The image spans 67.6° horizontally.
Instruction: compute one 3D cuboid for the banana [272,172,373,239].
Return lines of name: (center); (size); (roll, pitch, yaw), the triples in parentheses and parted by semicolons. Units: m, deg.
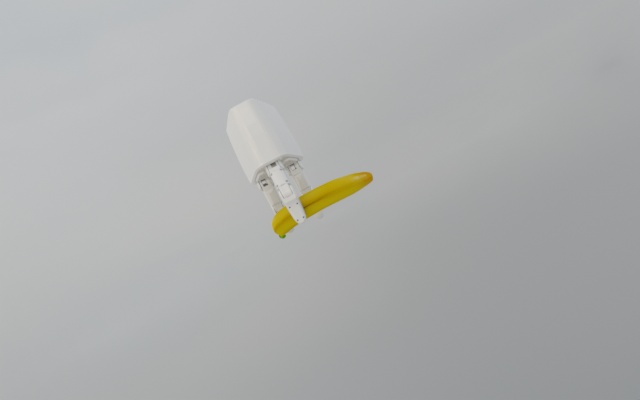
banana: (-0.011, 0.005, 0.750); (0.198, 0.037, 0.069); (-32, -10, 24)
